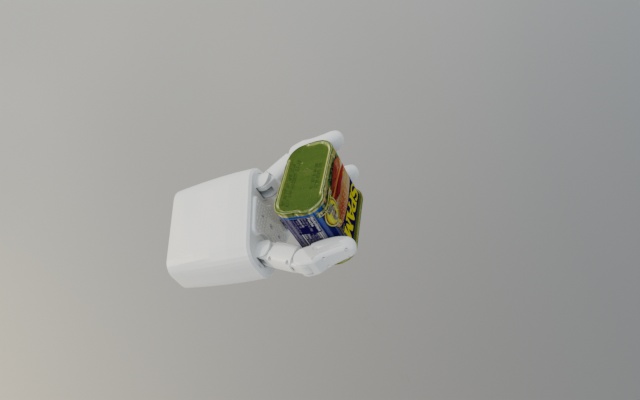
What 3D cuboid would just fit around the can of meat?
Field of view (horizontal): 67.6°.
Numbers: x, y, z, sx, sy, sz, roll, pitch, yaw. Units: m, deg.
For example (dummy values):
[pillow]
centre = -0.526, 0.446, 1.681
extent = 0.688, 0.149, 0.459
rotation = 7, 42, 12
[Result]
[can of meat]
centre = 0.000, 0.001, 0.489
extent = 0.057, 0.102, 0.084
rotation = -10, -44, 24
